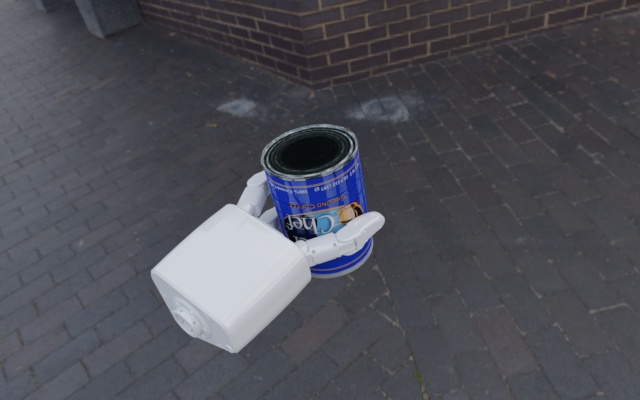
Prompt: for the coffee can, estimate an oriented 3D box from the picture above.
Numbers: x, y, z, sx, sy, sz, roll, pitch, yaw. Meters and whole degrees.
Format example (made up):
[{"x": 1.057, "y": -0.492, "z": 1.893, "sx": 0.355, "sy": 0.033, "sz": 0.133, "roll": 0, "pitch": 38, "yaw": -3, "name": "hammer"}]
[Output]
[{"x": 0.000, "y": 0.002, "z": 0.532, "sx": 0.103, "sy": 0.140, "sz": 0.102, "roll": -8, "pitch": 37, "yaw": 6, "name": "coffee can"}]
